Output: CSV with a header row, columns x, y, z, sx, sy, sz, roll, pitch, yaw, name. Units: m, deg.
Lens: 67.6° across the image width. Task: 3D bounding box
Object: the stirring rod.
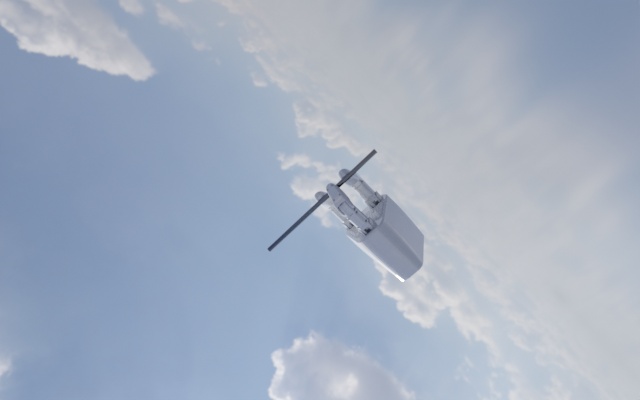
x,y,z,sx,sy,sz,roll,pitch,yaw,name
0.000,0.003,0.768,0.239,0.011,0.011,-43,-12,13,stirring rod
